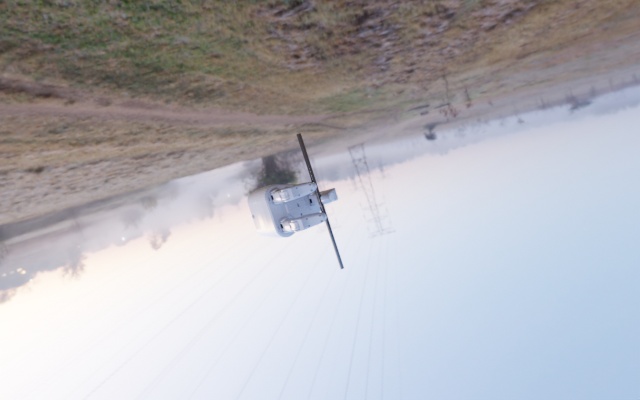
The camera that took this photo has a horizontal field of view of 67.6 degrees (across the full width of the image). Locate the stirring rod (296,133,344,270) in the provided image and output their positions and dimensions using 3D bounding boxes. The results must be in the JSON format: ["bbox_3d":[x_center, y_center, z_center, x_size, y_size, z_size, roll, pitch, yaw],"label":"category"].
[{"bbox_3d":[0.000,0.003,0.808,0.011,0.239,0.011,-18,5,1],"label":"stirring rod"}]
